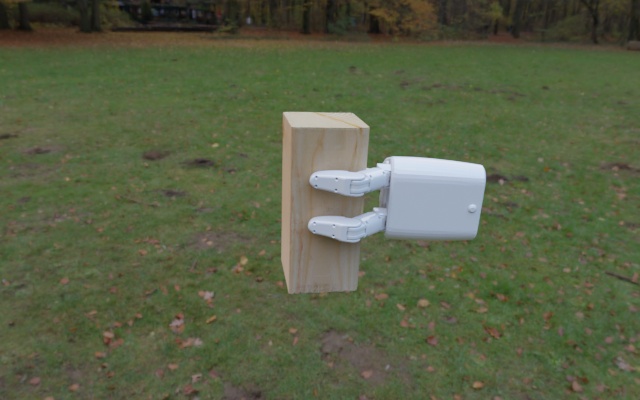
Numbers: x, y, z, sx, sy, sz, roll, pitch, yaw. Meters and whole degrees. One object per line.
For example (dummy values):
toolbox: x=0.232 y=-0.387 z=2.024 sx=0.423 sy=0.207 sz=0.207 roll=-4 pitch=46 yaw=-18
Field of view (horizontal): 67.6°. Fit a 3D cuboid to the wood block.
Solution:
wood block: x=0.000 y=0.002 z=0.590 sx=0.090 sy=0.206 sz=0.090 roll=-1 pitch=21 yaw=-10
